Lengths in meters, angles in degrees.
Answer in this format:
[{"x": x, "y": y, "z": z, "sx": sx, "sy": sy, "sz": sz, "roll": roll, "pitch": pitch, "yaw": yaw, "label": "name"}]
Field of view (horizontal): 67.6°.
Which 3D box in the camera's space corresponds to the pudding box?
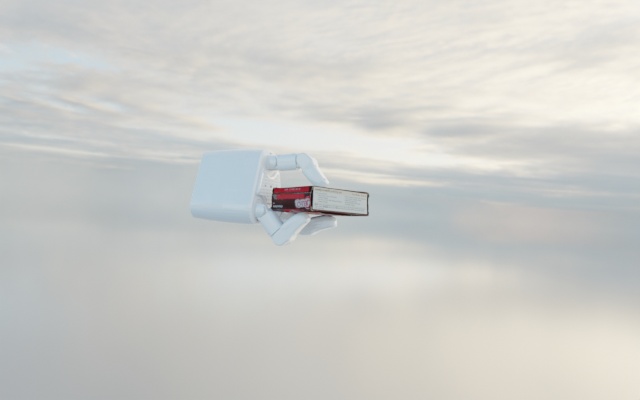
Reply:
[{"x": 0.000, "y": 0.002, "z": 0.681, "sx": 0.113, "sy": 0.039, "sz": 0.090, "roll": 4, "pitch": -2, "yaw": -41, "label": "pudding box"}]
